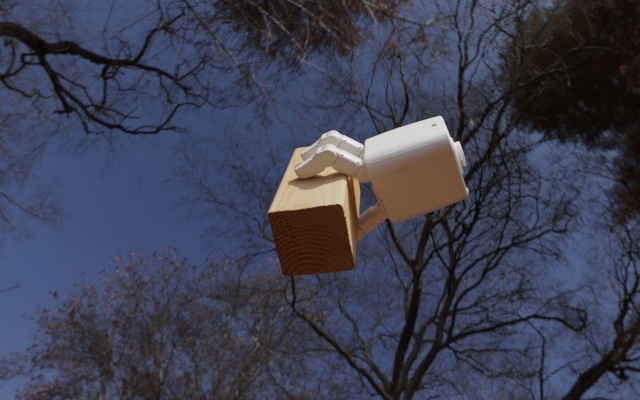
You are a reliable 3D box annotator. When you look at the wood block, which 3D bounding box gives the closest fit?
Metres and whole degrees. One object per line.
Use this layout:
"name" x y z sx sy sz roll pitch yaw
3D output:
"wood block" 0.001 0.002 0.638 0.090 0.091 0.206 -7 25 10
